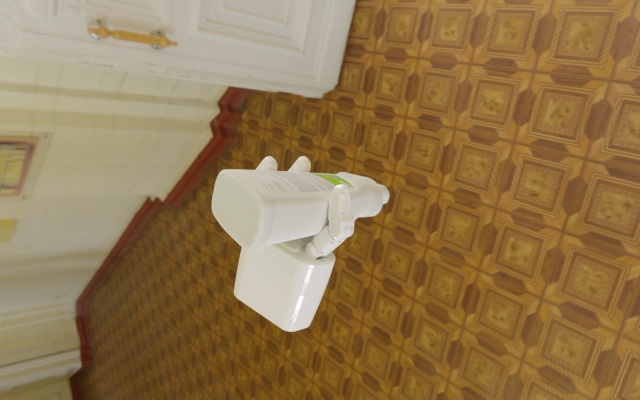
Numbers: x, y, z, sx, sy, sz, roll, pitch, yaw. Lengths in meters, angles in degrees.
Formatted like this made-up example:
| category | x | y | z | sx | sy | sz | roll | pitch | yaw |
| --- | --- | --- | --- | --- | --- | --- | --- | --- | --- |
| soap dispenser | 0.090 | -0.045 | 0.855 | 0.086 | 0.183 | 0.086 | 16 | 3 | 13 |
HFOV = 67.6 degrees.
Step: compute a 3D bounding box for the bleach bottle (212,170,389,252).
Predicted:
| category | x | y | z | sx | sy | sz | roll | pitch | yaw |
| --- | --- | --- | --- | --- | --- | --- | --- | --- | --- |
| bleach bottle | 0.000 | 0.002 | 0.588 | 0.251 | 0.068 | 0.102 | -4 | 30 | -43 |
